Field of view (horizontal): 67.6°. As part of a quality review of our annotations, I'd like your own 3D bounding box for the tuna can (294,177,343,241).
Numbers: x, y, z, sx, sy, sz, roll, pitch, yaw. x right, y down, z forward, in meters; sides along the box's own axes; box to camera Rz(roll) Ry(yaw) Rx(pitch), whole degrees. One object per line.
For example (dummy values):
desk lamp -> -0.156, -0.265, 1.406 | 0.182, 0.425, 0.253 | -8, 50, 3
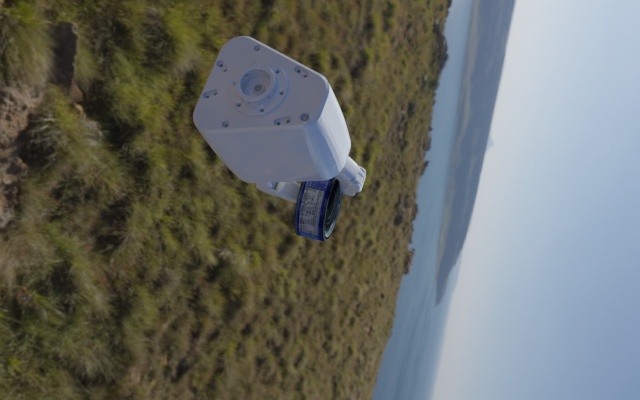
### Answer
tuna can -> 0.001, 0.002, 0.538 | 0.034, 0.086, 0.086 | 13, 3, 12
